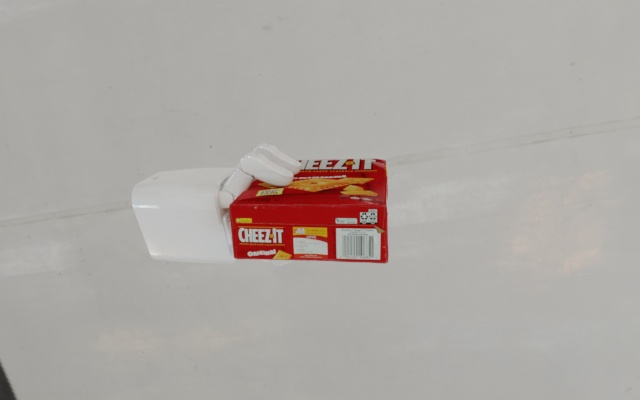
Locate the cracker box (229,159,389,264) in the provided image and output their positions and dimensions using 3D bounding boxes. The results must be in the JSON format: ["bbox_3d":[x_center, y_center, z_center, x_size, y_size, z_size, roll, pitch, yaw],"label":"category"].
[{"bbox_3d":[0.000,0.002,0.582,0.164,0.072,0.213,0,17,7],"label":"cracker box"}]
